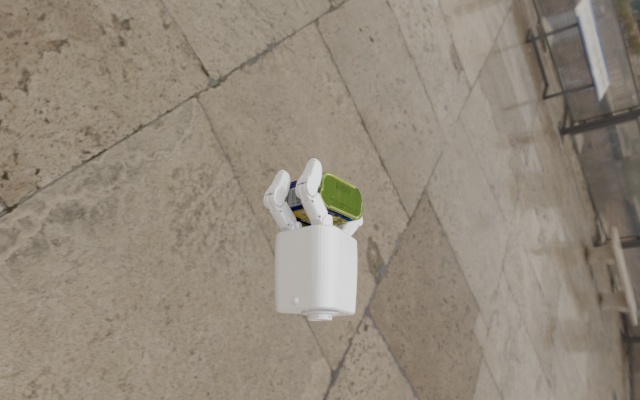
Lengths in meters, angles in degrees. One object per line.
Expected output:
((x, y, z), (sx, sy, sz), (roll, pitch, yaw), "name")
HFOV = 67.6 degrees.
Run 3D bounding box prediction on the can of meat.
((0.000, 0.002, 0.684), (0.084, 0.057, 0.102), (-14, -25, 38), "can of meat")
